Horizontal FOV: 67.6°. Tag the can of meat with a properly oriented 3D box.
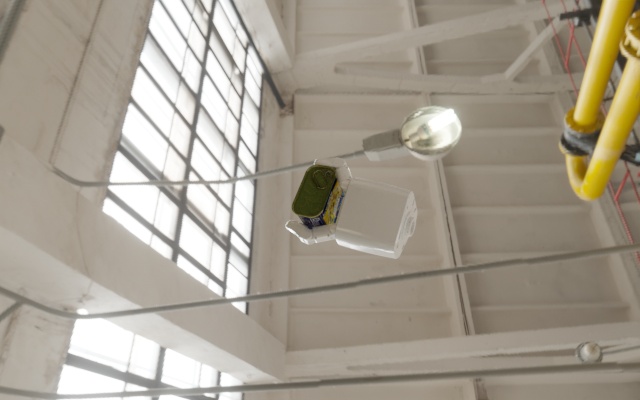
[{"bbox_3d":[0.000,0.003,0.839,0.057,0.102,0.084,10,-26,23],"label":"can of meat"}]
